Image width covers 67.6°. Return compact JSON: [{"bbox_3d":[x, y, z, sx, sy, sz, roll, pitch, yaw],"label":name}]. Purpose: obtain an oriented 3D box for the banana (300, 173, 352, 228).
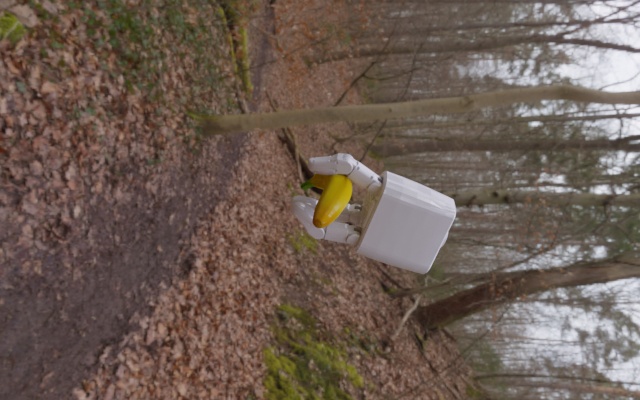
[{"bbox_3d":[0.013,-0.012,0.643,0.037,0.069,0.197,44,6,-13],"label":"banana"}]
